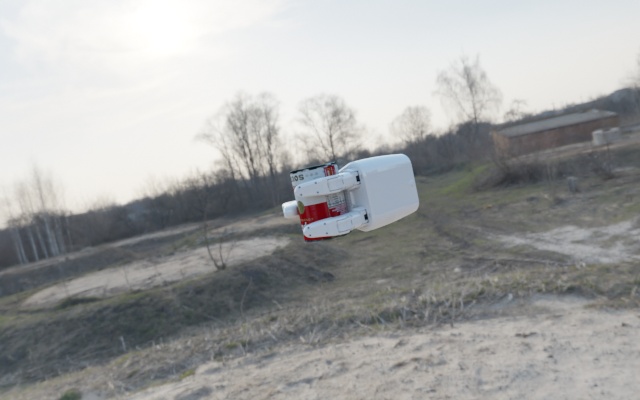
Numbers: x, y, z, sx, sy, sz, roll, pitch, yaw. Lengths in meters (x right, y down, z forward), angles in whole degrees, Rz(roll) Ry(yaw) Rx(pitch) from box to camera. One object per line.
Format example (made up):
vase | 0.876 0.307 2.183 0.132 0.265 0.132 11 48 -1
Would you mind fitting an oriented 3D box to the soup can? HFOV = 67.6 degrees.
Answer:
soup can | 0.000 0.002 0.668 0.068 0.102 0.068 -12 4 1
